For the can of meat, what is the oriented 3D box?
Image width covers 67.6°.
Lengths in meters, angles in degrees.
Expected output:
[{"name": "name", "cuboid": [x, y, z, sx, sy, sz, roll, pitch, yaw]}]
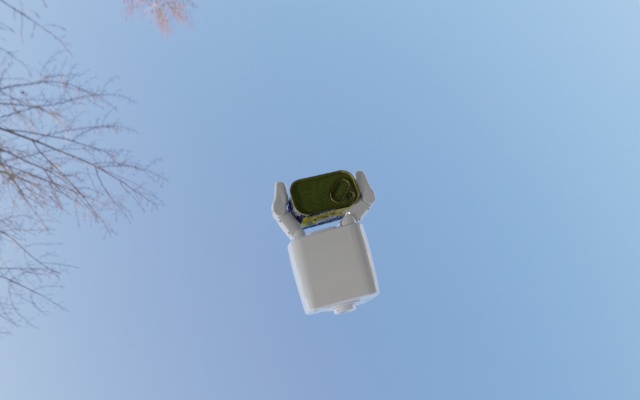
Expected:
[{"name": "can of meat", "cuboid": [0.000, 0.002, 0.737, 0.102, 0.057, 0.084, -14, -19, -15]}]
